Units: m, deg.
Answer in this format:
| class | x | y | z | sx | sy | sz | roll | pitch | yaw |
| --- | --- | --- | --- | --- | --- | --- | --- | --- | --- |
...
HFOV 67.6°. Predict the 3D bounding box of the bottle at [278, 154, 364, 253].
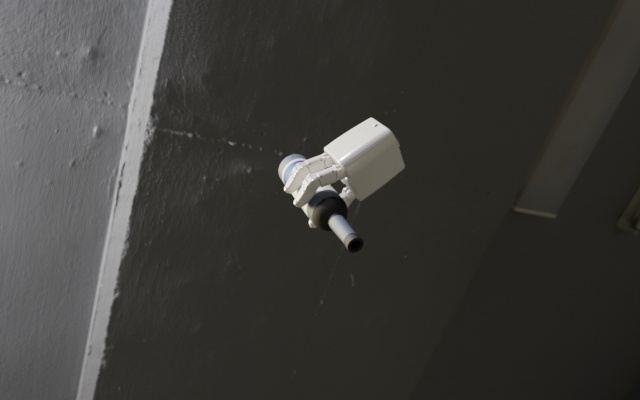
| class | x | y | z | sx | sy | sz | roll | pitch | yaw |
| --- | --- | --- | --- | --- | --- | --- | --- | --- | --- |
| bottle | 0.000 | 0.003 | 0.848 | 0.069 | 0.069 | 0.295 | 0 | 27 | -24 |
